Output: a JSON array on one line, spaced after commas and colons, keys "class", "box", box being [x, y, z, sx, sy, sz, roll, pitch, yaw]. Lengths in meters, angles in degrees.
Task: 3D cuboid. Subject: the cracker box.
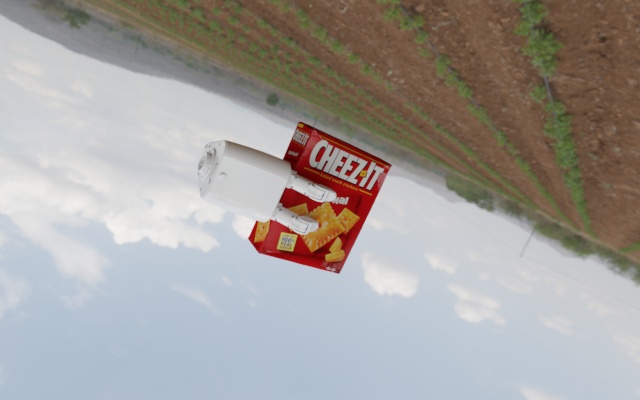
[{"class": "cracker box", "box": [0.000, 0.003, 0.790, 0.164, 0.214, 0.072, 20, 10, -30]}]
